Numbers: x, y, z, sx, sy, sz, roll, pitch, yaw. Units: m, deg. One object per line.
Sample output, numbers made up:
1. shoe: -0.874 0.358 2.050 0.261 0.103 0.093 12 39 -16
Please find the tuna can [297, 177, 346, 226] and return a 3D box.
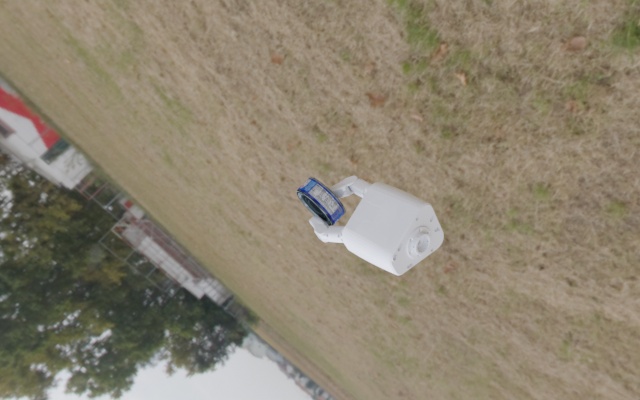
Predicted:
1. tuna can: 0.000 0.003 0.799 0.033 0.086 0.086 -45 12 -12
